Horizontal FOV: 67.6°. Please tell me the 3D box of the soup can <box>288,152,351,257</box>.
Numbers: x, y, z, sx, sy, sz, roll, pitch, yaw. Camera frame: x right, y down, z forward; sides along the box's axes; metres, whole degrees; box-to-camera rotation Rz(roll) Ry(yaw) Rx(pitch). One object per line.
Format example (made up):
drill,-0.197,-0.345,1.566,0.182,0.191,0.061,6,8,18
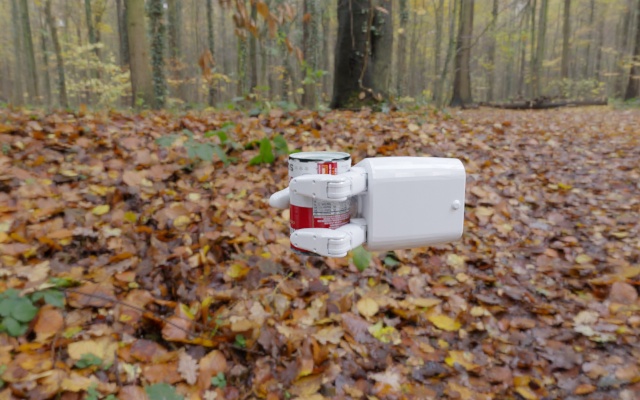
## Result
soup can,0.000,0.001,0.512,0.068,0.102,0.068,-1,12,0
